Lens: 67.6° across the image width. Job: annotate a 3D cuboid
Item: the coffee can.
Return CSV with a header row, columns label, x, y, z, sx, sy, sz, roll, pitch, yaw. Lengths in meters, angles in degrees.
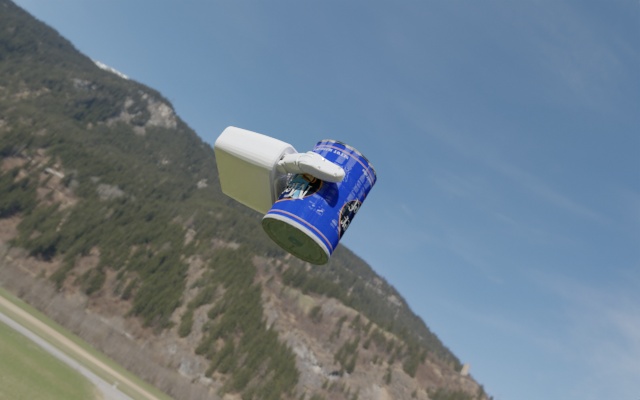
label,x,y,z,sx,sy,sz,roll,pitch,yaw
coffee can,0.000,0.002,0.654,0.103,0.140,0.103,27,-25,14
